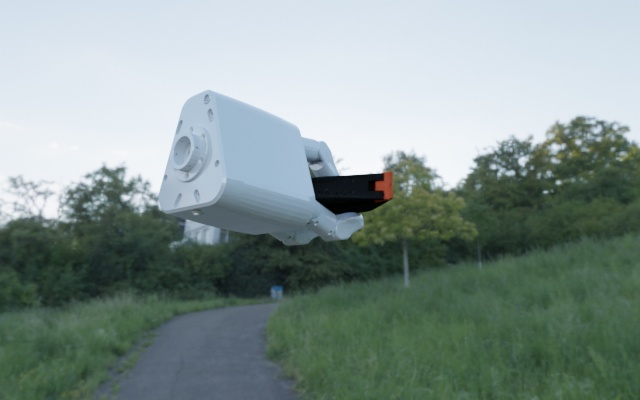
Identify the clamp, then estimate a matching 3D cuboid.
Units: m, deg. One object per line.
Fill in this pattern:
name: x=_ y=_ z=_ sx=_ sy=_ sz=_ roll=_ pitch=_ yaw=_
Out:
clamp: x=0.000 y=0.001 z=0.533 sx=0.210 sy=0.036 sz=0.164 roll=-9 pitch=-14 yaw=39
